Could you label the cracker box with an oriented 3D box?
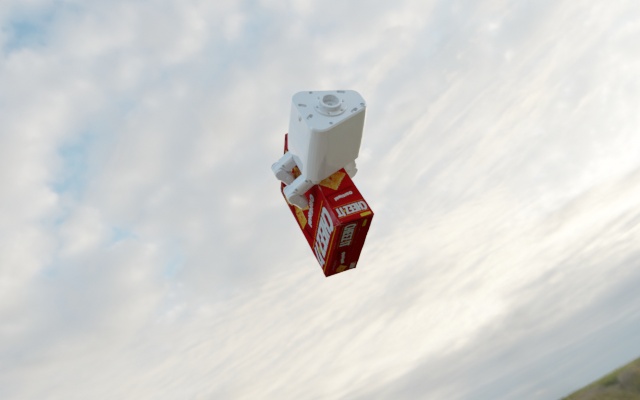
[{"bbox_3d":[0.000,0.003,0.842,0.072,0.213,0.164,-16,-35,-20],"label":"cracker box"}]
